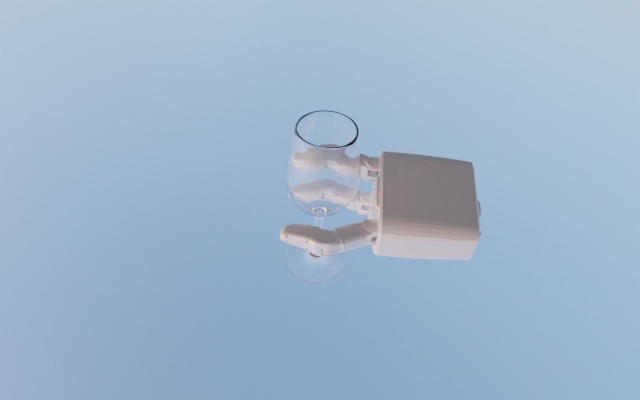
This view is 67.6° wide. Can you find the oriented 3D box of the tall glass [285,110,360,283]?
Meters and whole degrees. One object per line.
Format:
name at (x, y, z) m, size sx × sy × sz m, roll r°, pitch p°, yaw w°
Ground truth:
tall glass at (0.000, 0.002, 0.526) m, size 0.079 × 0.201 × 0.079 m, roll 2°, pitch 45°, yaw -2°
